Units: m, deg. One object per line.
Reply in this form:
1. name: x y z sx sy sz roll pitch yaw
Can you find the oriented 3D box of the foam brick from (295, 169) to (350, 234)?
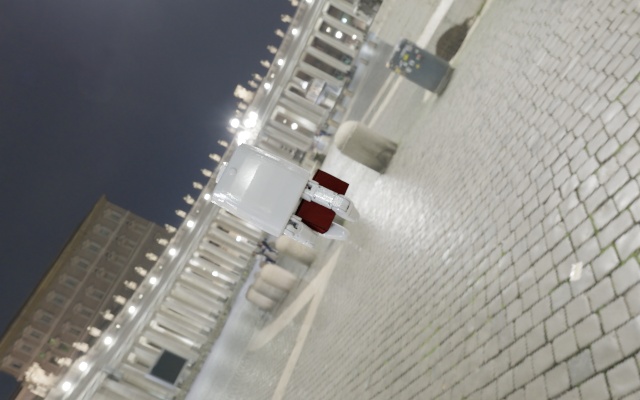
1. foam brick: 0.000 0.002 0.687 0.051 0.078 0.053 26 -12 -3
